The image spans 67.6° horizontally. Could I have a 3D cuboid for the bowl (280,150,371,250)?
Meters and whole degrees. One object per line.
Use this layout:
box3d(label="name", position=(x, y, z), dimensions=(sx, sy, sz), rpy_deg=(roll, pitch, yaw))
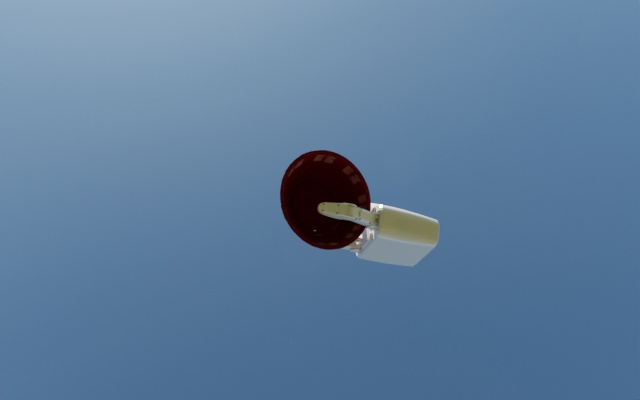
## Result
box3d(label="bowl", position=(-0.001, 0.002, 0.778), dimensions=(0.162, 0.162, 0.055), rpy_deg=(0, -11, -27))
